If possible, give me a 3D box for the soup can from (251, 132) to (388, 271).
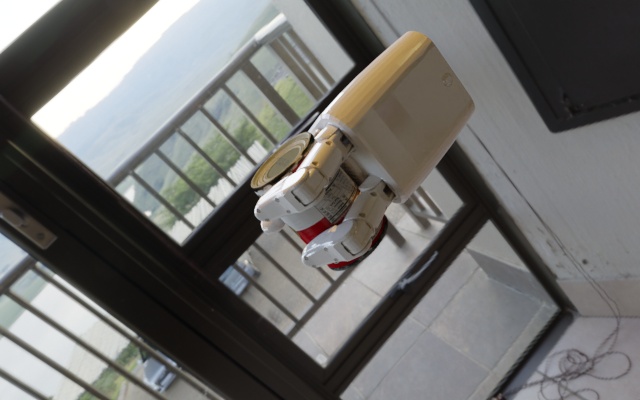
[{"bbox_3d":[-0.001,0.001,0.401,0.102,0.068,0.068,47,-21,-21],"label":"soup can"}]
